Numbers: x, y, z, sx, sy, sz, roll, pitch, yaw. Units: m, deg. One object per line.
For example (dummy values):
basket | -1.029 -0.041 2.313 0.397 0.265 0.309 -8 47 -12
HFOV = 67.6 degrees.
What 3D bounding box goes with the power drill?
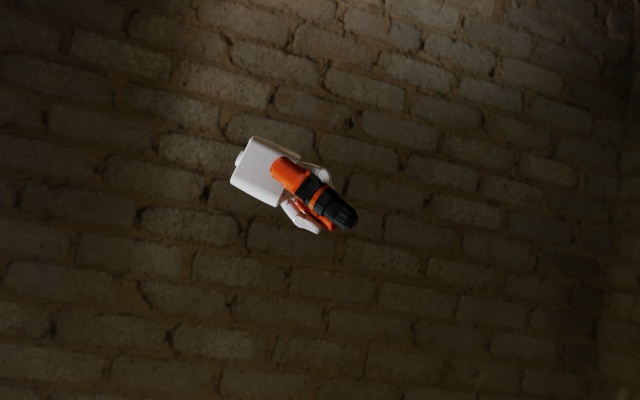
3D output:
power drill | 0.000 0.003 0.892 0.184 0.057 0.188 39 -7 16
